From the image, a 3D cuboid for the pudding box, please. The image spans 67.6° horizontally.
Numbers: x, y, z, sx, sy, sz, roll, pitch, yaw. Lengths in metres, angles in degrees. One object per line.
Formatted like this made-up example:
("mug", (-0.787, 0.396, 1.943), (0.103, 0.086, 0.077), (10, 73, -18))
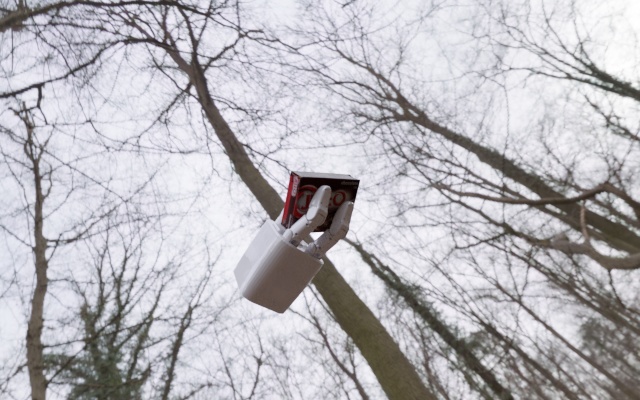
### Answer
("pudding box", (0.000, 0.002, 0.745), (0.113, 0.090, 0.039), (0, 22, -35))
